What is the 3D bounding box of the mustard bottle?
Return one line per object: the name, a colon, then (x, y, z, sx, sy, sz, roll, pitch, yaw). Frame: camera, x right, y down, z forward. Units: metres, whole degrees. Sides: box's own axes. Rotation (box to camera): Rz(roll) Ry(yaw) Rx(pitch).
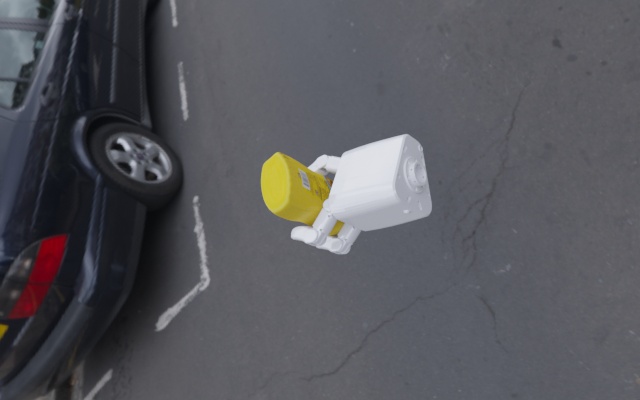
mustard bottle: (0.000, 0.002, 0.718, 0.058, 0.096, 0.192, -38, -41, 27)
